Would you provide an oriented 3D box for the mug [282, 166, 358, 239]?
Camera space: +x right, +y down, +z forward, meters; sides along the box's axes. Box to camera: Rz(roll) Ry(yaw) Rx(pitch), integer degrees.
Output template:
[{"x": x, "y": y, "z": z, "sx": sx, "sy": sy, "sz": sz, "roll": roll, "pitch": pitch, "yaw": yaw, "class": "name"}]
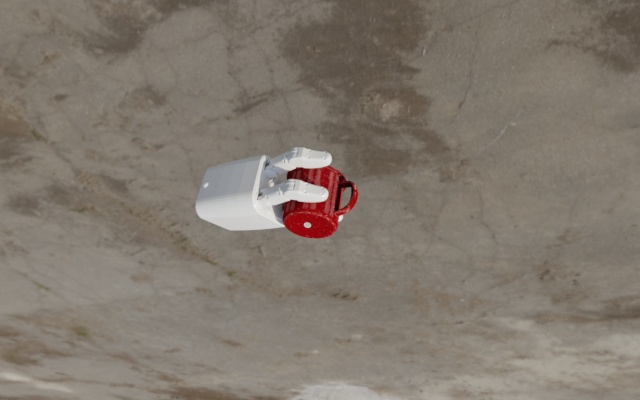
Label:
[{"x": 0.001, "y": 0.002, "z": 0.701, "sx": 0.117, "sy": 0.081, "sz": 0.093, "roll": -7, "pitch": -35, "yaw": 24, "class": "mug"}]
